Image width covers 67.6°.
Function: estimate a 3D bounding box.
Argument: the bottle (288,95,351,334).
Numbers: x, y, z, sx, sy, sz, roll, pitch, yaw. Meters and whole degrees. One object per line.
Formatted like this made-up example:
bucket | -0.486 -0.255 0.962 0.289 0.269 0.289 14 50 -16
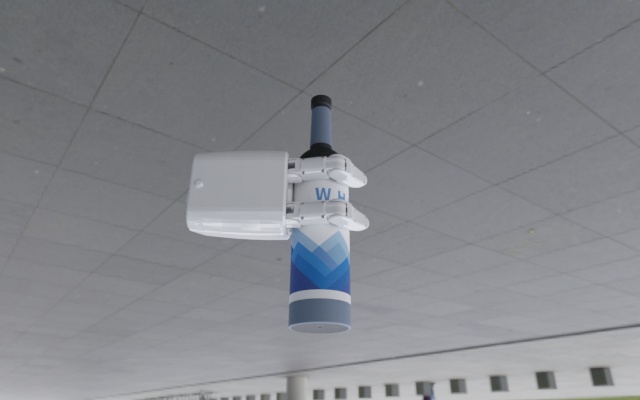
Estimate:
bottle | 0.000 0.002 0.566 0.069 0.295 0.069 0 -25 0
